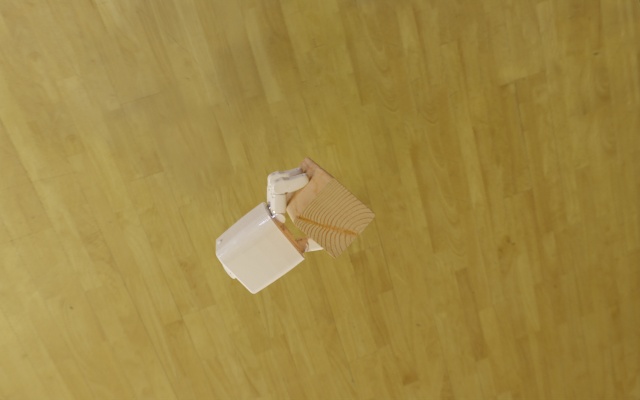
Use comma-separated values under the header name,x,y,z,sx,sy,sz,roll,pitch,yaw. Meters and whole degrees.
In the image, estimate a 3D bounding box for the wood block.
name,x,y,z,sx,sy,sz,roll,pitch,yaw
wood block,0.000,0.003,0.780,0.091,0.090,0.206,41,2,-18
